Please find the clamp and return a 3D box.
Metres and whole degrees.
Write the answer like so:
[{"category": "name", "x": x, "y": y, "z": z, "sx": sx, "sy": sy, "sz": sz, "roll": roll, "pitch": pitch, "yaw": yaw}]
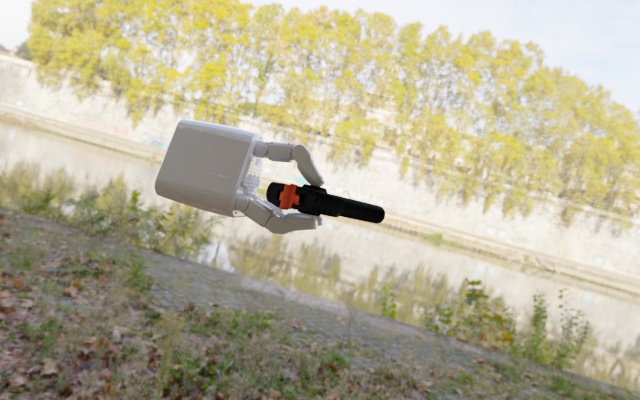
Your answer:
[{"category": "clamp", "x": 0.000, "y": 0.001, "z": 0.593, "sx": 0.164, "sy": 0.036, "sz": 0.210, "roll": 12, "pitch": 1, "yaw": 7}]
